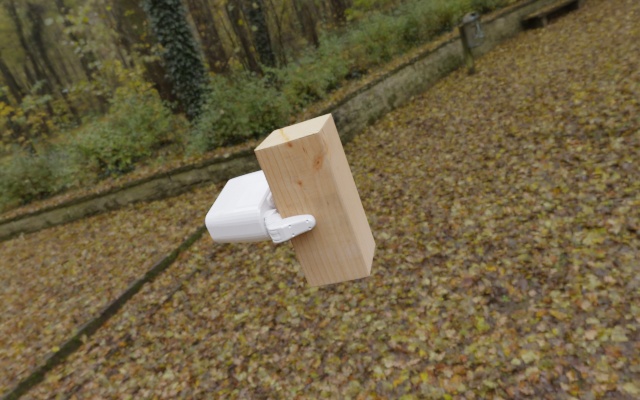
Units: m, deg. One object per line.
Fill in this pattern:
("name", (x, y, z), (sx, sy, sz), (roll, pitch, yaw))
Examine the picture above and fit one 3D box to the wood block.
("wood block", (0.000, 0.002, 0.648), (0.090, 0.206, 0.090), (-14, 21, 19))
